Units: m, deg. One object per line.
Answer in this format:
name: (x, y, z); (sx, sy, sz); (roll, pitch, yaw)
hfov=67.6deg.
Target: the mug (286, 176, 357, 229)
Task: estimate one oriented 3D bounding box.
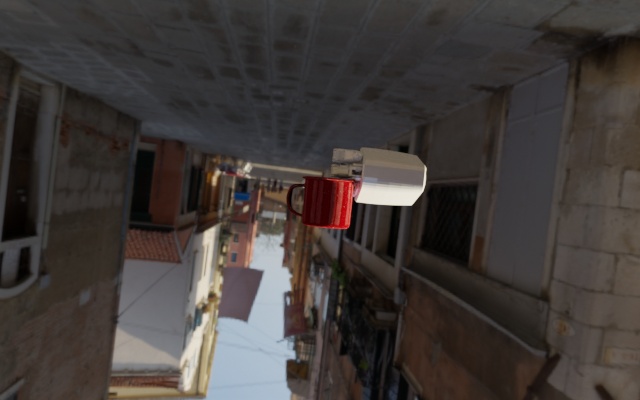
mug: (-0.001, 0.003, 0.808); (0.117, 0.081, 0.093); (5, 1, 2)
